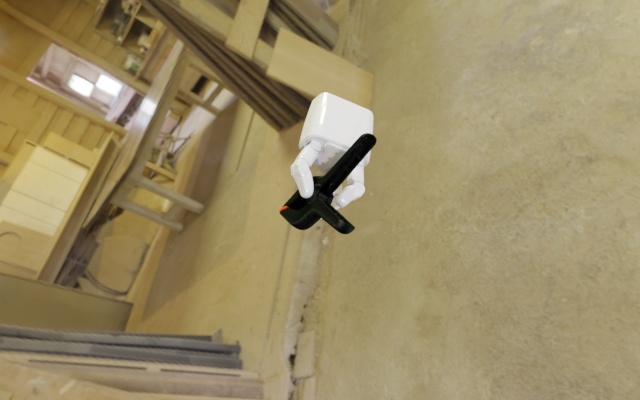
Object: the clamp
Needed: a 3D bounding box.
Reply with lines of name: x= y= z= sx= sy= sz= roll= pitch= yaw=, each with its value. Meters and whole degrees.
clamp: x=-0.001 y=0.002 z=0.730 sx=0.036 sy=0.164 sz=0.210 roll=32 pitch=-39 yaw=-25
